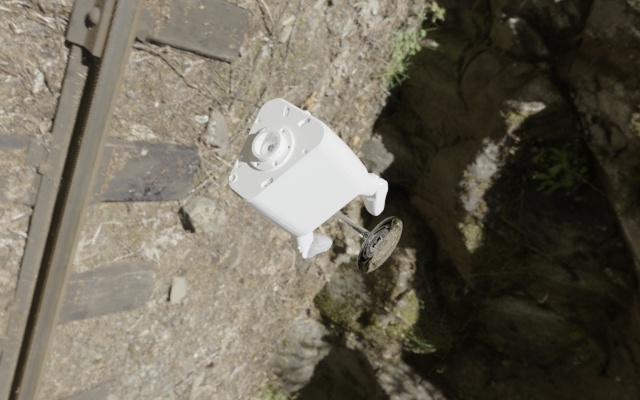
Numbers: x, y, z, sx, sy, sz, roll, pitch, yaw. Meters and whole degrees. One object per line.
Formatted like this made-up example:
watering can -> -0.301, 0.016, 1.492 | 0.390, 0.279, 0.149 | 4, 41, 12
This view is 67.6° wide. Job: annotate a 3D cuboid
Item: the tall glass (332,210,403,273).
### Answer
tall glass -> 0.001, 0.002, 0.590 | 0.201, 0.079, 0.079 | 36, 21, 33
